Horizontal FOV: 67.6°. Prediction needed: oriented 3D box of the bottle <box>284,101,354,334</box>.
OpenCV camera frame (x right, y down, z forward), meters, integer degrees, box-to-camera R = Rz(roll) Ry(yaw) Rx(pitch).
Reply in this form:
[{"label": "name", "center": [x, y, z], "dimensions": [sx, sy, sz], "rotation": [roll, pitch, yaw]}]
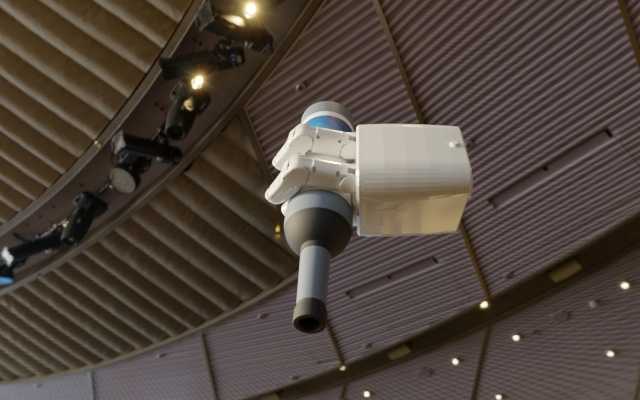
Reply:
[{"label": "bottle", "center": [0.000, 0.001, 0.490], "dimensions": [0.069, 0.069, 0.295], "rotation": [0, 42, 5]}]
